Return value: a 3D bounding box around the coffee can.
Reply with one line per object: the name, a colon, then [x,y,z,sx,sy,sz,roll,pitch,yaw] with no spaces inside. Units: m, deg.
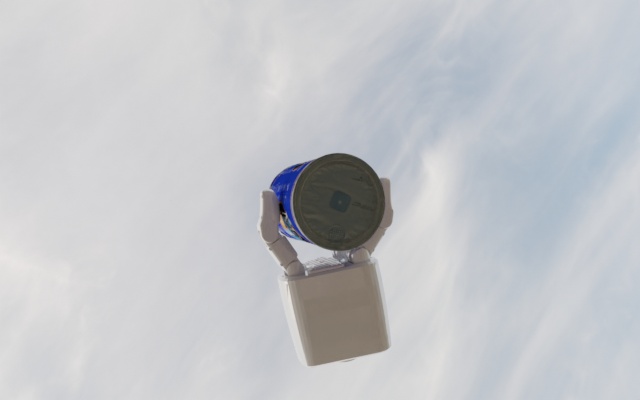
coffee can: [0.000,0.002,0.561,0.103,0.103,0.140,0,0,-17]
